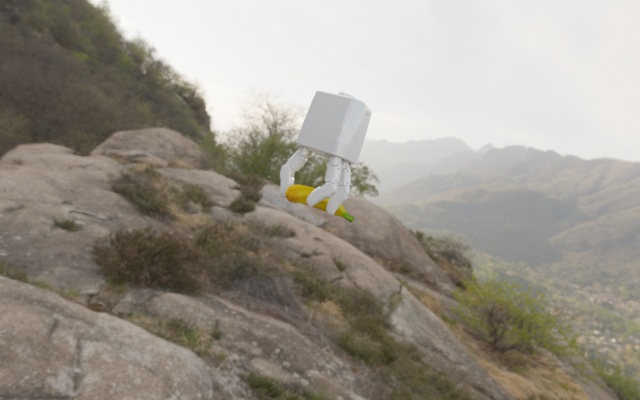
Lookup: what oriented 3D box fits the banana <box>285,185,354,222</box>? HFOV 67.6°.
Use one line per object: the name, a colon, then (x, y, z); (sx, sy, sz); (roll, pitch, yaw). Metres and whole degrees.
banana: (-0.010, -0.002, 0.913); (0.069, 0.037, 0.198); (26, 4, 41)
